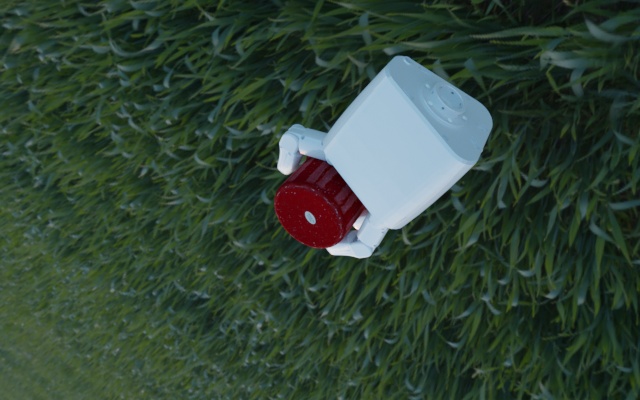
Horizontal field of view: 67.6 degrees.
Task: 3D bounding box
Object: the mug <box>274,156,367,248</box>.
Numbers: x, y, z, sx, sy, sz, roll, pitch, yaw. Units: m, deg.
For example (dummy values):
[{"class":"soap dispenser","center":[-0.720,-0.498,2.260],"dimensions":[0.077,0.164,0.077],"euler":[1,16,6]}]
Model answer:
[{"class":"mug","center":[-0.001,0.002,0.507],"dimensions":[0.081,0.093,0.117],"euler":[-49,0,-44]}]
